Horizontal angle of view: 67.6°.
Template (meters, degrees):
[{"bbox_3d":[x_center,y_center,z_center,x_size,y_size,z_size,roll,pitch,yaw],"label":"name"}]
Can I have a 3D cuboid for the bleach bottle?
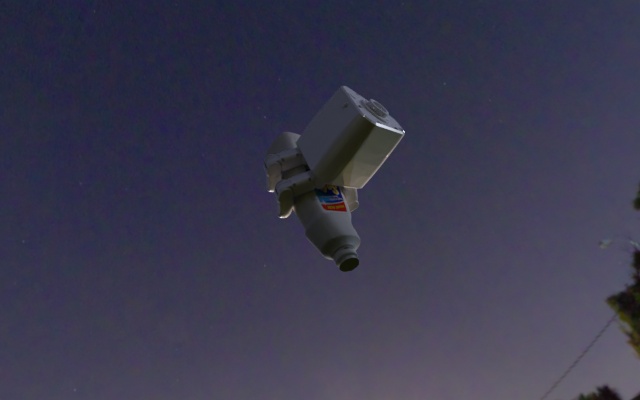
[{"bbox_3d":[0.000,0.002,0.701,0.102,0.068,0.250,20,30,-40],"label":"bleach bottle"}]
